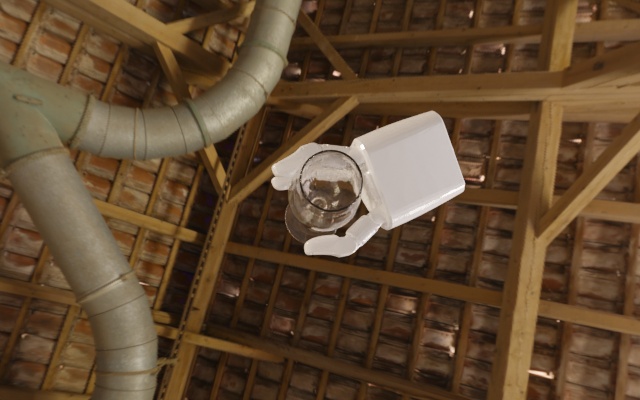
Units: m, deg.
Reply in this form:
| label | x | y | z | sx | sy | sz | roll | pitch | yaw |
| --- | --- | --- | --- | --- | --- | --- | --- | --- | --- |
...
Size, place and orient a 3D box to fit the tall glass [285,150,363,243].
| label | x | y | z | sx | sy | sz | roll | pitch | yaw |
| --- | --- | --- | --- | --- | --- | --- | --- | --- | --- |
| tall glass | 0.000 | 0.002 | 0.551 | 0.079 | 0.079 | 0.201 | 0 | -12 | -6 |
